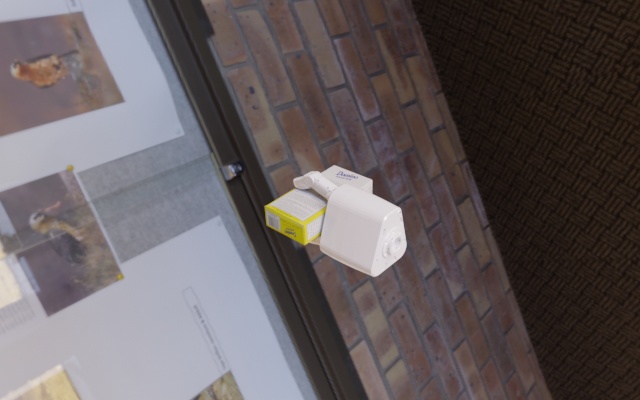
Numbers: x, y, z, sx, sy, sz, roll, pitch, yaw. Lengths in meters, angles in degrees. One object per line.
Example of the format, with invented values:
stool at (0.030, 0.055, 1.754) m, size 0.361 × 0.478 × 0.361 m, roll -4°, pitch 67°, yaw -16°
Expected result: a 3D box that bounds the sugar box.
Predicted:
sugar box at (0.000, 0.003, 0.812) m, size 0.093 × 0.048 × 0.176 m, roll 25°, pitch 40°, yaw 36°
